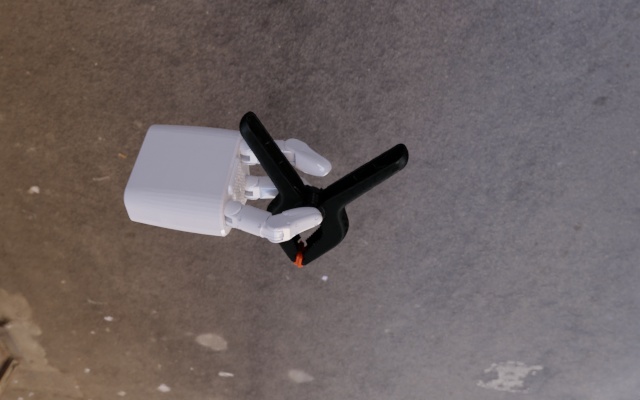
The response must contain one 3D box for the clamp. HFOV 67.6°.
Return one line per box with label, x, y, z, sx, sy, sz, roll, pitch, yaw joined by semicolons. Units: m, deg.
clamp;0.000;0.003;0.518;0.164;0.036;0.210;8;-44;4
